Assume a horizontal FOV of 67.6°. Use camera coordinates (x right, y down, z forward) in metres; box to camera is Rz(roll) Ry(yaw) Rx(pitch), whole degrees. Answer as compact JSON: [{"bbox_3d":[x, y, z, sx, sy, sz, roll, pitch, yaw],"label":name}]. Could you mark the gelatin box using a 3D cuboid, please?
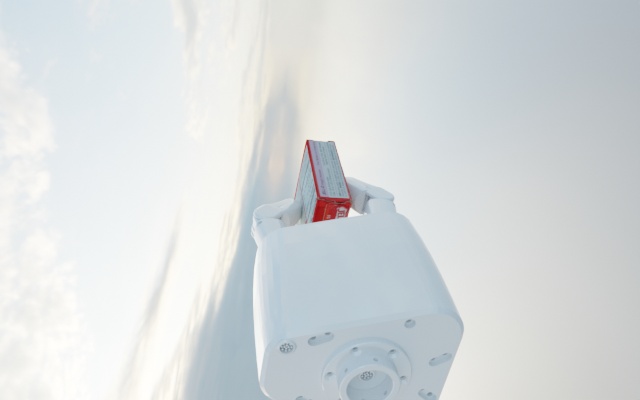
[{"bbox_3d":[0.000,0.001,0.411,0.030,0.073,0.089,3,38,-13],"label":"gelatin box"}]
